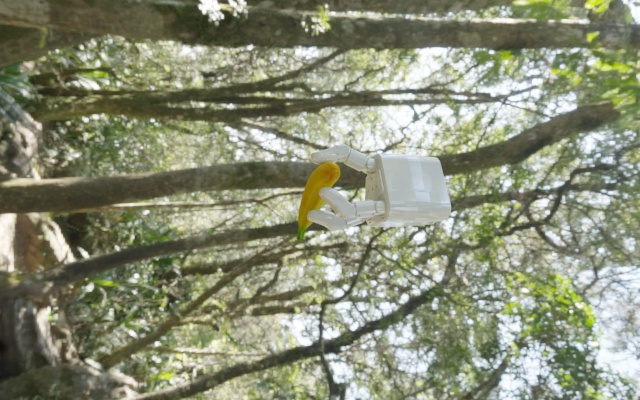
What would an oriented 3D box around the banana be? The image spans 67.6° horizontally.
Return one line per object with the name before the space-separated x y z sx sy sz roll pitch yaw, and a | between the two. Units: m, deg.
banana | -0.002 -0.011 0.763 0.037 0.069 0.198 4 -35 -15
